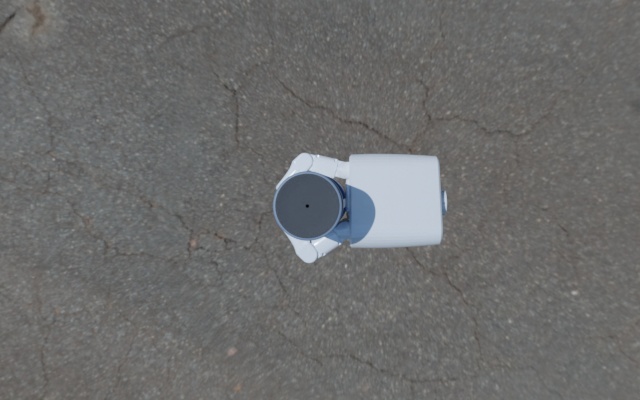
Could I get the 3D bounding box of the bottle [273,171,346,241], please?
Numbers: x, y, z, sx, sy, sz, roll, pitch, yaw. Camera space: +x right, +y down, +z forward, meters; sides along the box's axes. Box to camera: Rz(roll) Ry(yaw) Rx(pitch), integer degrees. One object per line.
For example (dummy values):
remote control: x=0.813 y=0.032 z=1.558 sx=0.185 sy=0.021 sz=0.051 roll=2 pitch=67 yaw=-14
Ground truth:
bottle: x=0.000 y=0.002 z=0.599 sx=0.069 sy=0.069 sz=0.295 roll=0 pitch=1 yaw=5
